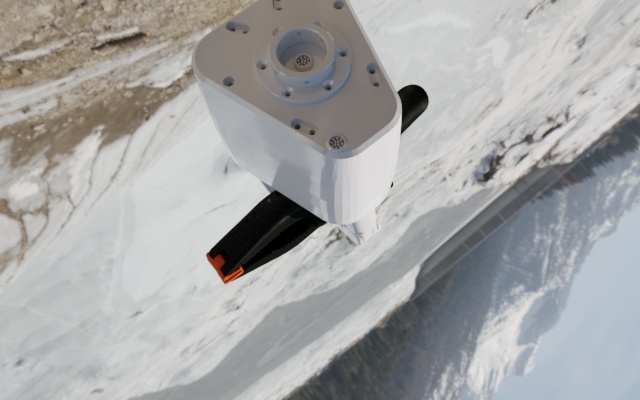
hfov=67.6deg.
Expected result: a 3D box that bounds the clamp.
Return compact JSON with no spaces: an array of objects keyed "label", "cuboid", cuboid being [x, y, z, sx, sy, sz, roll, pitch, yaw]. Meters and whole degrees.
[{"label":"clamp","cuboid":[0.000,0.002,0.417,0.210,0.036,0.165,-37,-18,-9]}]
